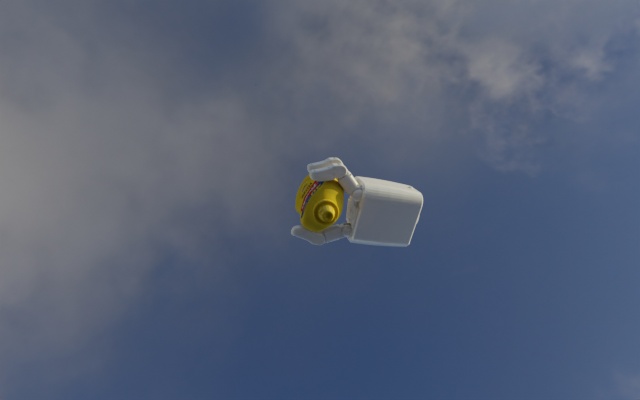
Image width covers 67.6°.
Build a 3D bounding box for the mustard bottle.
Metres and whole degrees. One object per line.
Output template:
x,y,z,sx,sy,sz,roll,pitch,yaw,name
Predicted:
0.000,0.003,0.819,0.058,0.096,0.191,32,7,-14,mustard bottle
